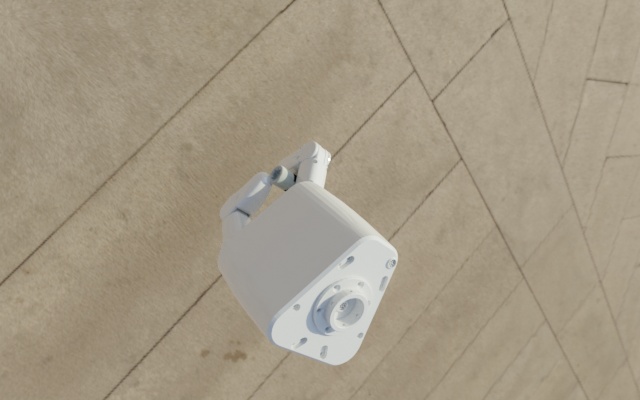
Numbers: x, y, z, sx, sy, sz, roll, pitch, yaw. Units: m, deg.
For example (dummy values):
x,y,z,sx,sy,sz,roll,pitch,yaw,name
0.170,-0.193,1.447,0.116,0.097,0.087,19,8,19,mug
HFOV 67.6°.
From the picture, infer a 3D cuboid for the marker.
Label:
x,y,z,sx,sy,sz,roll,pitch,yaw,name
0.000,0.002,0.472,0.121,0.020,0.020,32,-21,-37,marker
